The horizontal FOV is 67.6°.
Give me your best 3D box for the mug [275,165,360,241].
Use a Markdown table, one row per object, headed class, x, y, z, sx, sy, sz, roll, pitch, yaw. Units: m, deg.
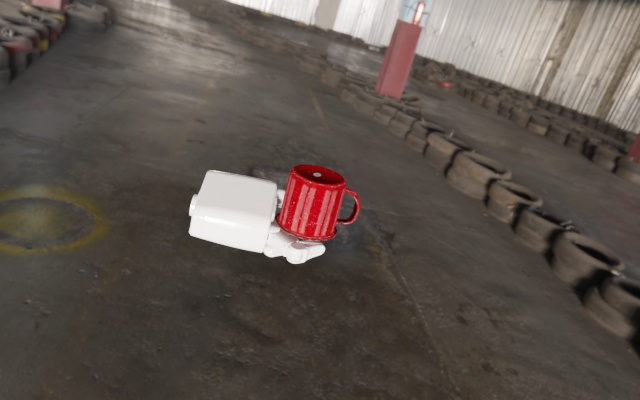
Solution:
| class | x | y | z | sx | sy | sz | roll | pitch | yaw |
| --- | --- | --- | --- | --- | --- | --- | --- | --- | --- |
| mug | 0.002 | 0.002 | 0.684 | 0.117 | 0.081 | 0.093 | 11 | 22 | -9 |
